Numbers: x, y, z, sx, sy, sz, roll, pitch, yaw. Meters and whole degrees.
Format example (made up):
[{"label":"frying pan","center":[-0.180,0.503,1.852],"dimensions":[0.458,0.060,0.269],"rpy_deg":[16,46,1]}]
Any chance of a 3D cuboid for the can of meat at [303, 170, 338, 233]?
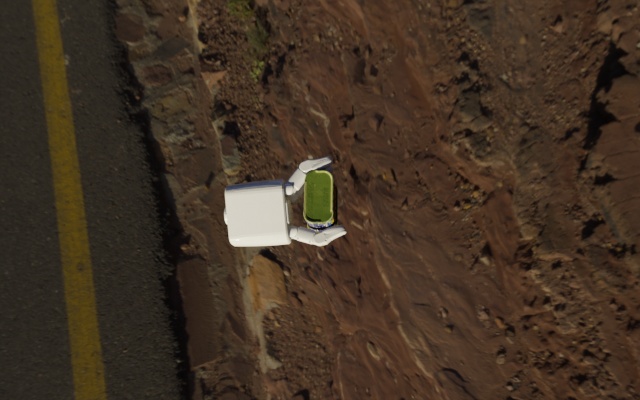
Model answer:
[{"label":"can of meat","center":[0.000,0.003,0.860],"dimensions":[0.057,0.102,0.084],"rpy_deg":[-1,-15,5]}]
